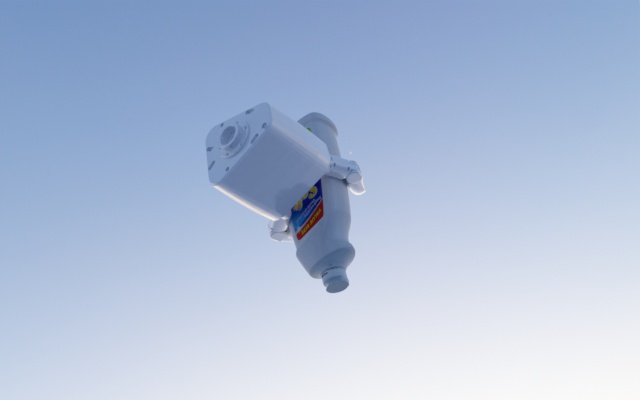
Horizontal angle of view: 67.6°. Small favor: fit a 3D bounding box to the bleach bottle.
[{"bbox_3d":[0.000,0.002,0.639,0.102,0.250,0.068,-34,-40,23],"label":"bleach bottle"}]
